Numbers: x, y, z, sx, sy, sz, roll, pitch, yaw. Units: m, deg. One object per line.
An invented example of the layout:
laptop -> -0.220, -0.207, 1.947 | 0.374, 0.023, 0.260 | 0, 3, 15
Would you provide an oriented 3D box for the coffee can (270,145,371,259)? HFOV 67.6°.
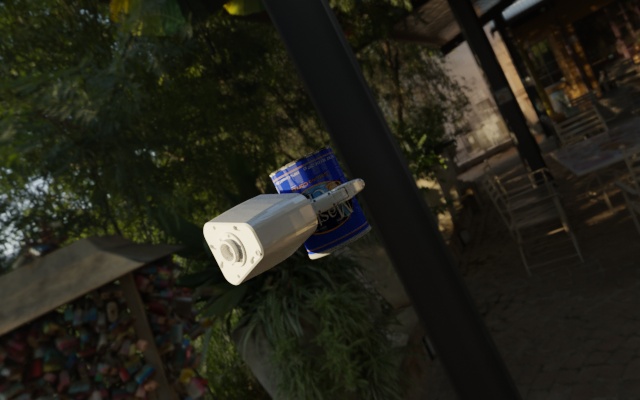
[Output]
coffee can -> 0.000, 0.002, 0.718 | 0.103, 0.140, 0.103 | -26, 2, 1
